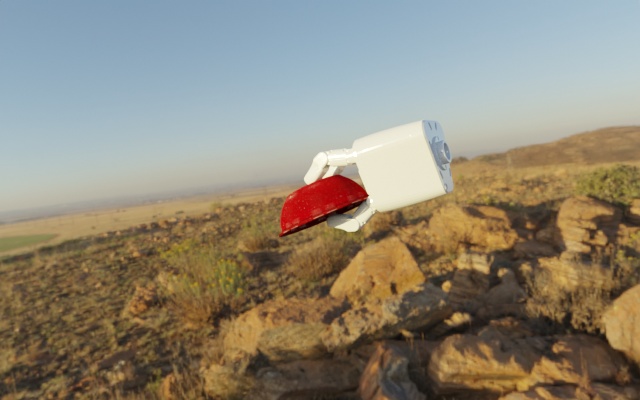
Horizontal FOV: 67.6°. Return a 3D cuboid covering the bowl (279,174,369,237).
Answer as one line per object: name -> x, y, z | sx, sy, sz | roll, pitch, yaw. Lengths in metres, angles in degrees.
bowl -> -0.001, 0.003, 0.746 | 0.162, 0.055, 0.162 | -23, -6, -2
